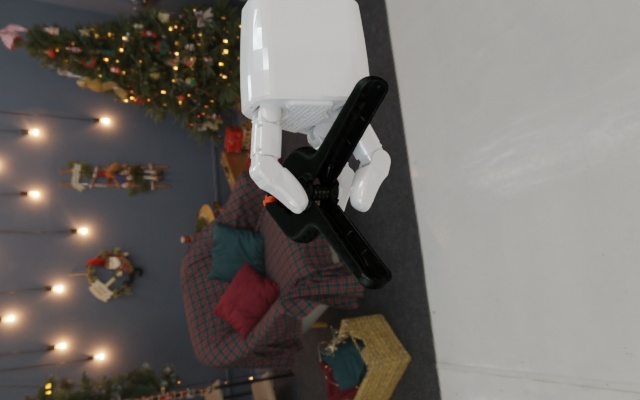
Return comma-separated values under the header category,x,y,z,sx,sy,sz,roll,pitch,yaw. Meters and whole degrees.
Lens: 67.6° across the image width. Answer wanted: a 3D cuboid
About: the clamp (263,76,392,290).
category,x,y,z,sx,sy,sz,roll,pitch,yaw
clamp,-0.001,0.001,0.440,0.036,0.164,0.210,4,-13,-29
